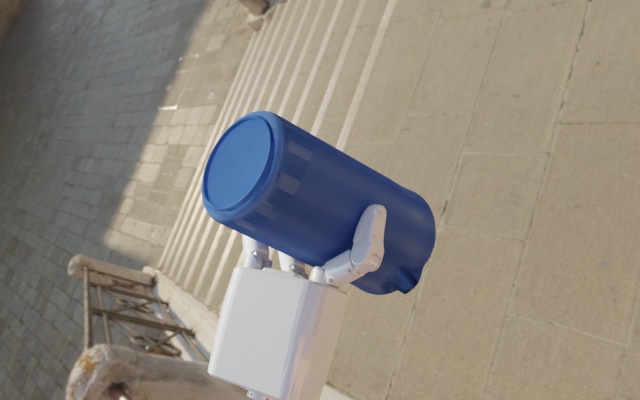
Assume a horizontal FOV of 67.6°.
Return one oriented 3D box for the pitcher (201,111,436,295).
[{"bbox_3d":[0.000,0.002,0.500,0.149,0.145,0.243,0,-20,43],"label":"pitcher"}]
